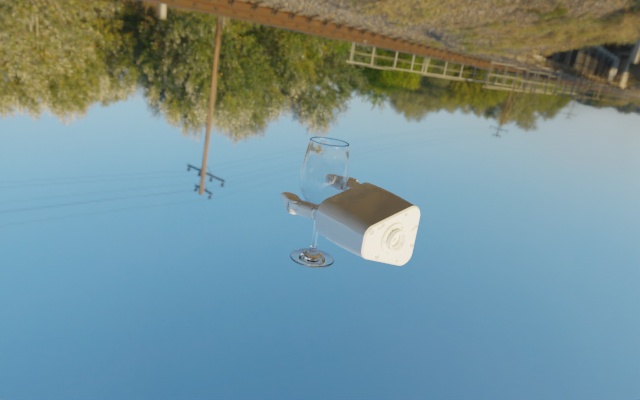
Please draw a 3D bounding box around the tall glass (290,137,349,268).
[{"bbox_3d":[0.000,0.003,0.767,0.079,0.201,0.079,8,17,-2],"label":"tall glass"}]
